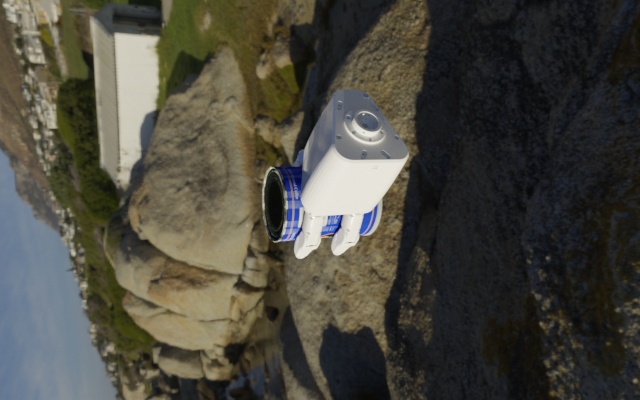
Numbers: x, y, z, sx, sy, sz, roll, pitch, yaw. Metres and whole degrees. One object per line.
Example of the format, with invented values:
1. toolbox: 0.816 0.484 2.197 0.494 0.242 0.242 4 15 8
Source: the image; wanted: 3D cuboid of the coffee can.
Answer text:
1. coffee can: 0.000 0.002 0.665 0.140 0.103 0.103 -3 1 -23
